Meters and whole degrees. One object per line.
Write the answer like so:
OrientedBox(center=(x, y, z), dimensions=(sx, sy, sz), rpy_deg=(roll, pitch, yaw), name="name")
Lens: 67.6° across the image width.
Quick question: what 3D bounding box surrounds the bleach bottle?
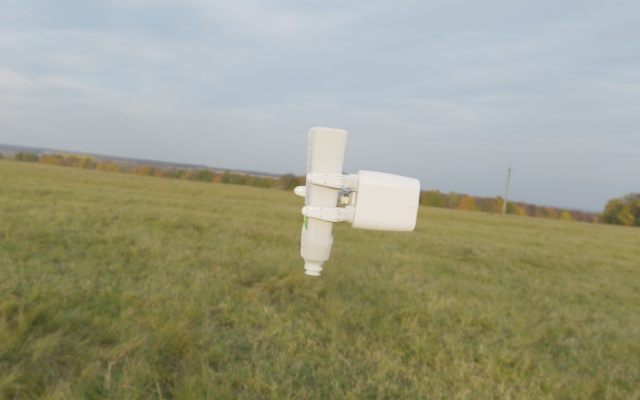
OrientedBox(center=(0.000, 0.003, 0.834), dimensions=(0.068, 0.251, 0.102), rpy_deg=(6, 3, -6), name="bleach bottle")
